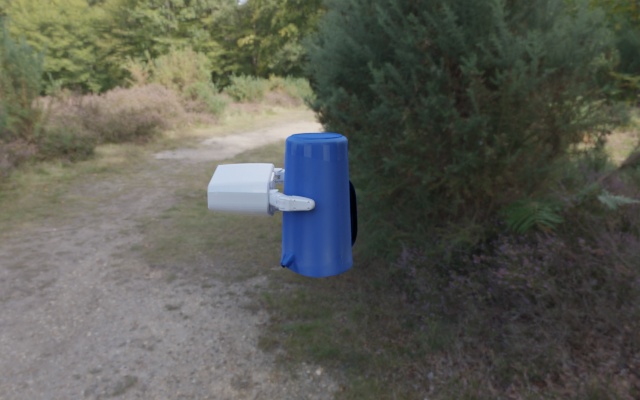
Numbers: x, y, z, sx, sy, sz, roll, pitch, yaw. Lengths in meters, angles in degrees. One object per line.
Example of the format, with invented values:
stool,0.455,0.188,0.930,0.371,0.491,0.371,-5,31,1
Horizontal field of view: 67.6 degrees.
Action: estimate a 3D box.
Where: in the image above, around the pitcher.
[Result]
pitcher,0.000,0.003,0.861,0.145,0.243,0.149,0,14,0
